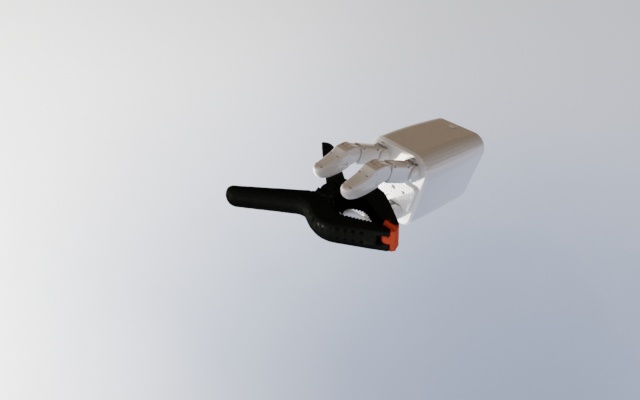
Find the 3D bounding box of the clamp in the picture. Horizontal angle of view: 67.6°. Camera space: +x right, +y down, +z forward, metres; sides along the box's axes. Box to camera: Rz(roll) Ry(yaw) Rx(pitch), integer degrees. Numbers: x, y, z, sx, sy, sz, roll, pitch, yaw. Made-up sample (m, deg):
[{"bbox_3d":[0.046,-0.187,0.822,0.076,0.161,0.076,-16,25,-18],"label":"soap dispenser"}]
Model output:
[{"bbox_3d":[0.001,0.003,0.545,0.164,0.036,0.210,-25,40,-24],"label":"clamp"}]
